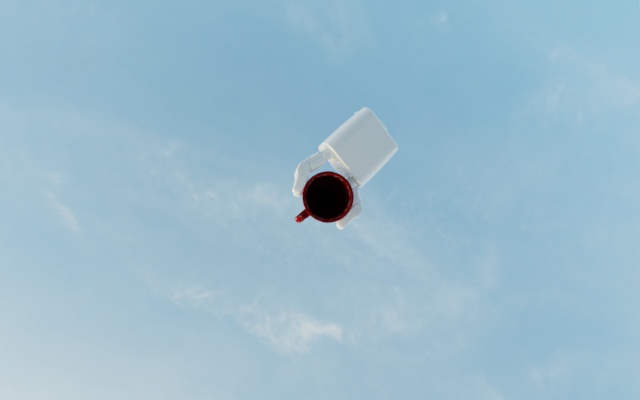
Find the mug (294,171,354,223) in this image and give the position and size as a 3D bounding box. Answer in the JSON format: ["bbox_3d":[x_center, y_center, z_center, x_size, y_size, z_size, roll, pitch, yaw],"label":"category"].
[{"bbox_3d":[-0.001,0.004,0.892,0.117,0.093,0.081,-41,3,-6],"label":"mug"}]
